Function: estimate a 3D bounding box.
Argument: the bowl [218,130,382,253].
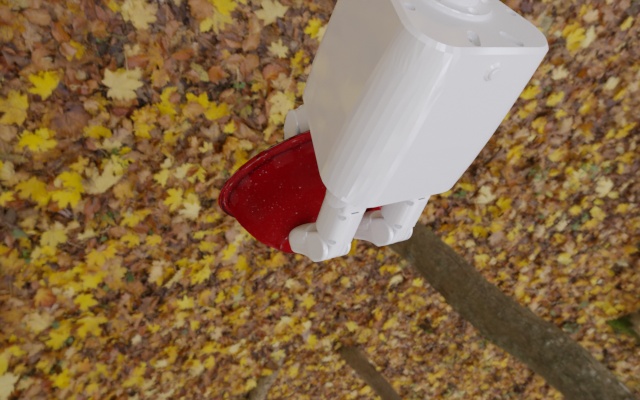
[{"bbox_3d":[0.000,0.002,0.404,0.162,0.055,0.162,-20,-18,-7],"label":"bowl"}]
